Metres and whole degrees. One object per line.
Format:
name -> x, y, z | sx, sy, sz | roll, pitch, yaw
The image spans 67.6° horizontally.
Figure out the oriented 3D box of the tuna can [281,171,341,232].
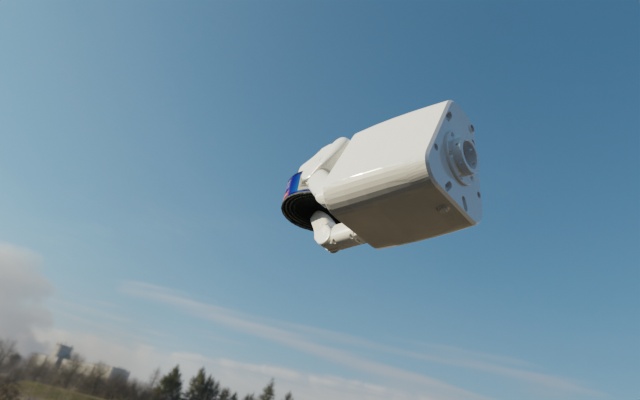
tuna can -> 0.000, 0.001, 0.546 | 0.086, 0.033, 0.086 | 7, -32, 4
